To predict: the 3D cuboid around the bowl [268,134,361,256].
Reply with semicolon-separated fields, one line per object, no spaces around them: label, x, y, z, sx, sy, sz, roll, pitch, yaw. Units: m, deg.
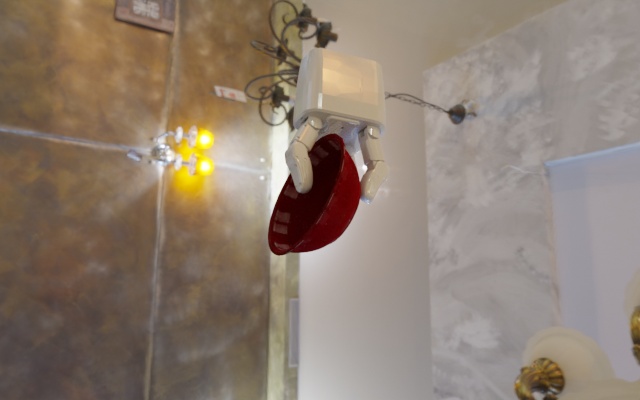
bowl;0.000;0.003;0.582;0.055;0.162;0.162;28;-12;-23
